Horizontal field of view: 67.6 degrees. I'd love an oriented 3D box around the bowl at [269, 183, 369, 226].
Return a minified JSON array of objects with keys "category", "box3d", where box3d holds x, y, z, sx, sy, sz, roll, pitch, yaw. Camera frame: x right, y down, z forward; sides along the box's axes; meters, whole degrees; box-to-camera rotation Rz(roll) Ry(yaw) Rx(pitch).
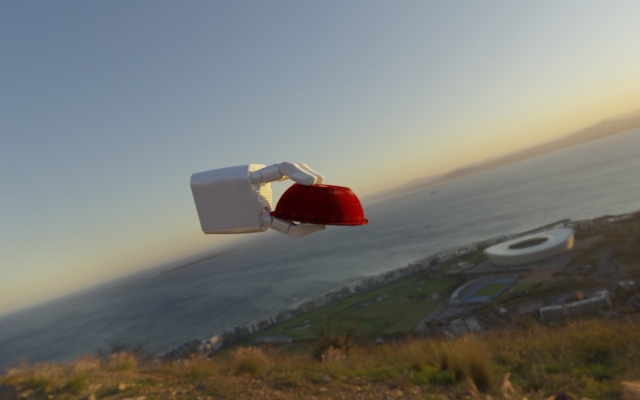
[{"category":"bowl","box3d":[0.001,0.002,0.774,0.162,0.055,0.162,5,5,0]}]
